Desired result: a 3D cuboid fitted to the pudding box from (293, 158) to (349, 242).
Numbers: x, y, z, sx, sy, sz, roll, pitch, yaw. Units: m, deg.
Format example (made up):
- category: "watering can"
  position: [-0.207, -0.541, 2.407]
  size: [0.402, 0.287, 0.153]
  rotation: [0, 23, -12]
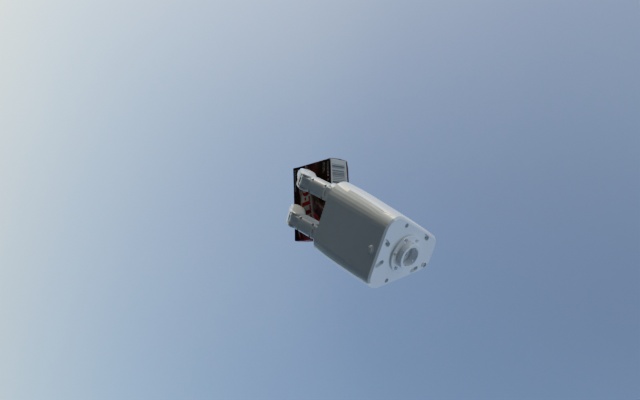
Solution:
- category: "pudding box"
  position: [0.000, 0.002, 0.686]
  size: [0.039, 0.113, 0.090]
  rotation: [6, -10, -39]
